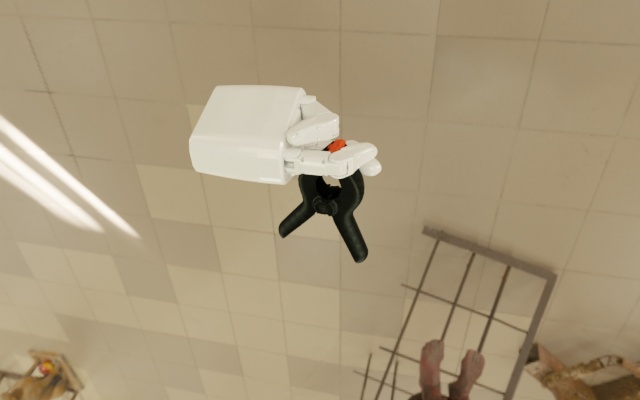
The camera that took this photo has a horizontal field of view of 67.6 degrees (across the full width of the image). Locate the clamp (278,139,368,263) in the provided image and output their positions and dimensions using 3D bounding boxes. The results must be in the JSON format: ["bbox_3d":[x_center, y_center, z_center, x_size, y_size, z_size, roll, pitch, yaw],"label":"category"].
[{"bbox_3d":[0.000,0.002,0.575,0.120,0.172,0.039,7,38,12],"label":"clamp"}]
